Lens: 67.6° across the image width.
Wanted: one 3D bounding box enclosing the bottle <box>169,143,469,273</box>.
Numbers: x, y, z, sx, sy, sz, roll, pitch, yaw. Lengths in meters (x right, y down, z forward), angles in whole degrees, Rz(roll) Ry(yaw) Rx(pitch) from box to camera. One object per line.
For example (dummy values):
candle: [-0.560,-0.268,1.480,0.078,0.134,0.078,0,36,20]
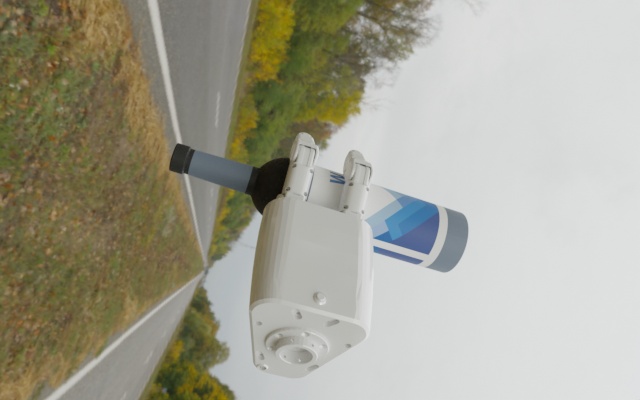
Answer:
bottle: [0.000,0.002,0.476,0.296,0.069,0.069,17,-3,-11]
